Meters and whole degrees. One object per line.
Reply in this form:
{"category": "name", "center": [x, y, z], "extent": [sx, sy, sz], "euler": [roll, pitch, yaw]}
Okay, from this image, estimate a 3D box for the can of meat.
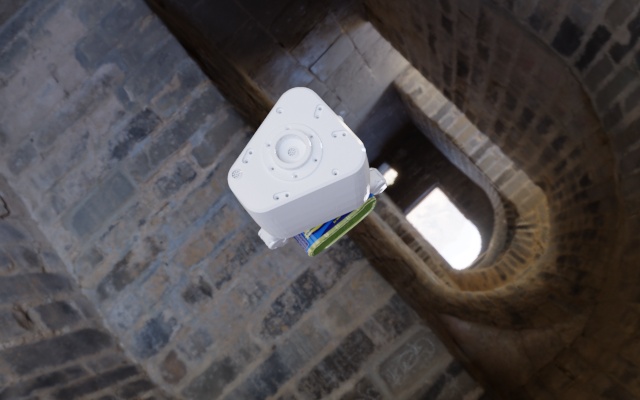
{"category": "can of meat", "center": [0.000, 0.002, 0.539], "extent": [0.102, 0.084, 0.057], "euler": [-39, -15, -9]}
